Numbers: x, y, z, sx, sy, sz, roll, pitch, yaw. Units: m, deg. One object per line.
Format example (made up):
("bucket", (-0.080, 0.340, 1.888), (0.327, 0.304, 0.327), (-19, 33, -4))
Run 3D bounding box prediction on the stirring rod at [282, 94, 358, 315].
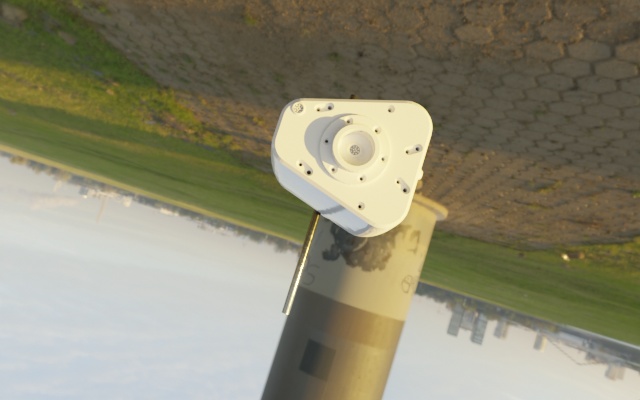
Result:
("stirring rod", (0.000, 0.002, 0.501), (0.011, 0.239, 0.011), (17, -6, 2))
